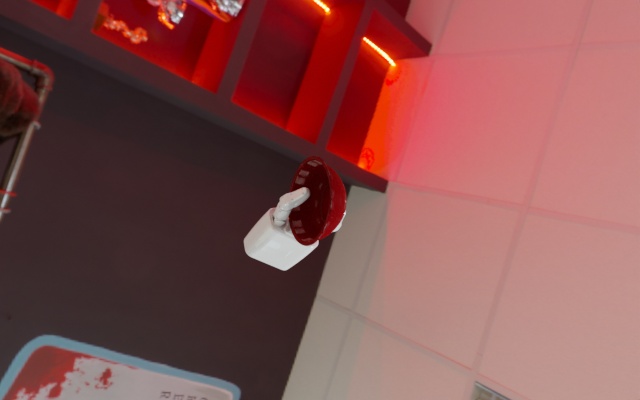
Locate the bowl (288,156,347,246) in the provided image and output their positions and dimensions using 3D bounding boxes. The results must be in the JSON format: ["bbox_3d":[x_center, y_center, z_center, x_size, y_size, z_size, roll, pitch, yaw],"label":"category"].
[{"bbox_3d":[0.001,0.002,0.862,0.055,0.162,0.162,6,-3,-29],"label":"bowl"}]
